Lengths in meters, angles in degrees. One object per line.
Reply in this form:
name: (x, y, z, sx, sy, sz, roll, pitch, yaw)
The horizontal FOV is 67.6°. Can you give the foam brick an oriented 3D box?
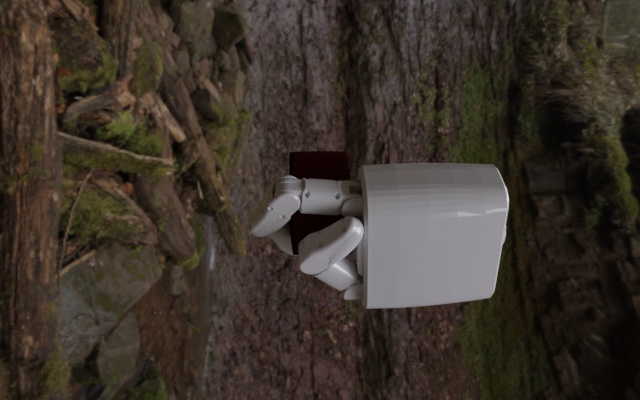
foam brick: (0.000, 0.001, 0.409, 0.051, 0.078, 0.053, -3, -45, 0)
